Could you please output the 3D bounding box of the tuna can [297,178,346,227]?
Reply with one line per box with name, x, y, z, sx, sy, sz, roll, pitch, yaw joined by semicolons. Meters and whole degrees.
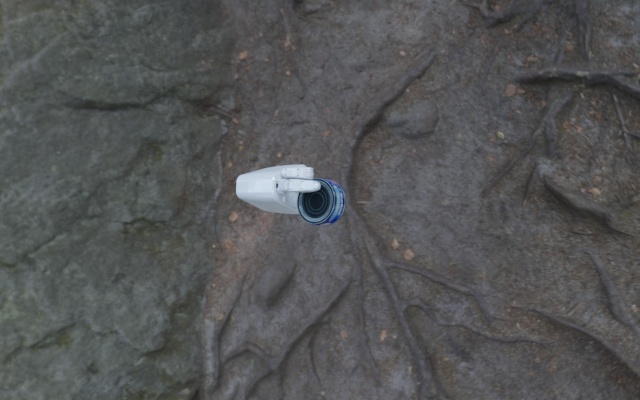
tuna can;0.000;0.003;0.855;0.086;0.086;0.034;0;-6;35
